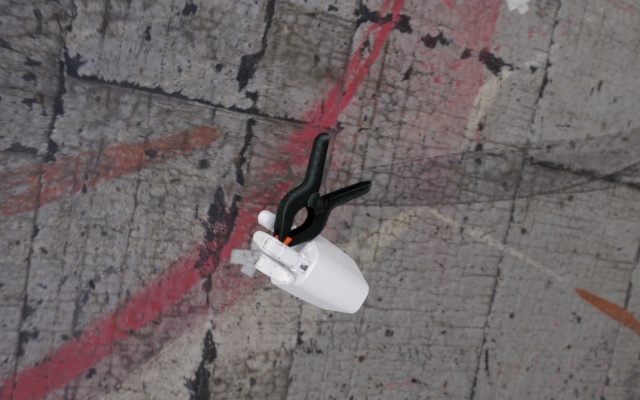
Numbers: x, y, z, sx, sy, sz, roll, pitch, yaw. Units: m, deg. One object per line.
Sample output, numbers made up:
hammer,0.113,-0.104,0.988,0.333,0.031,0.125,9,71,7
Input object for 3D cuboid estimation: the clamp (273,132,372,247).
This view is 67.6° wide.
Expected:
clamp,0.000,0.002,0.689,0.120,0.171,0.039,34,-5,-24
